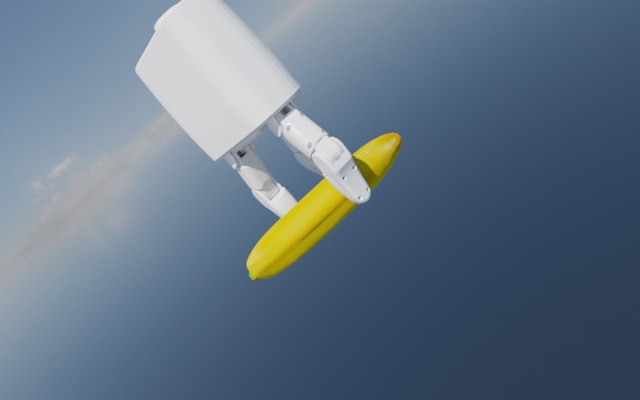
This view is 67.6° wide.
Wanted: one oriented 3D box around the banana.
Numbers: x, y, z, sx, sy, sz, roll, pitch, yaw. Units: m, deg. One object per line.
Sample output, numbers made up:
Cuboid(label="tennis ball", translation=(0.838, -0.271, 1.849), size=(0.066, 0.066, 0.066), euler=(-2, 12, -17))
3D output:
Cuboid(label="banana", translation=(-0.002, 0.008, 0.427), size=(0.198, 0.037, 0.069), euler=(-42, 10, 6))
